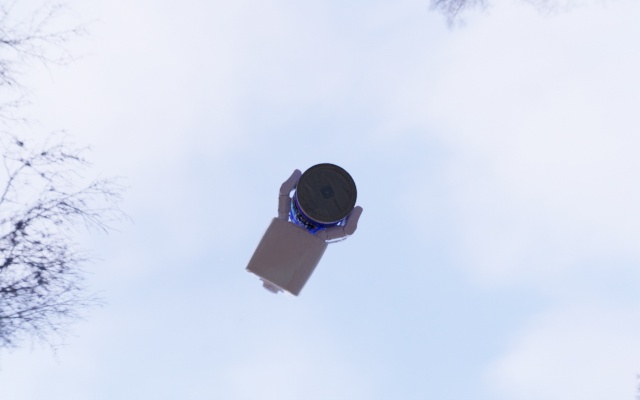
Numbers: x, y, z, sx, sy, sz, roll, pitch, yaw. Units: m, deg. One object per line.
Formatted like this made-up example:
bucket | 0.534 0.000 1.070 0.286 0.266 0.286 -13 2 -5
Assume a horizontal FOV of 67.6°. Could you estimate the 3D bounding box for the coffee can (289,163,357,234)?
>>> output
coffee can | 0.000 0.003 0.852 0.103 0.102 0.140 0 -14 -9
